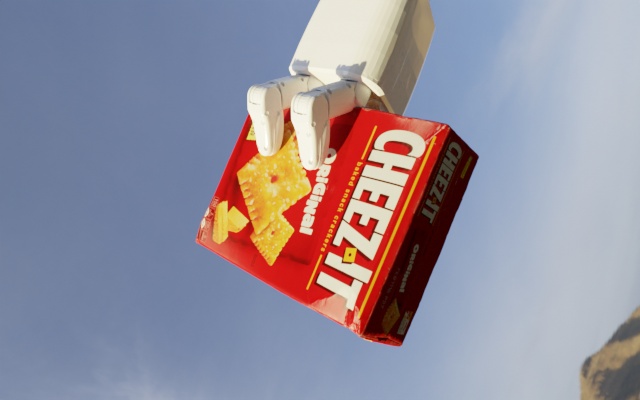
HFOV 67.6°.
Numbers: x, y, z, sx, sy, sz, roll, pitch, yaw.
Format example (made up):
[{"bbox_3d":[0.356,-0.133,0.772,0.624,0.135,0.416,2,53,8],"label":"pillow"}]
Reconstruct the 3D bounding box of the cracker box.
[{"bbox_3d":[0.000,0.001,0.416,0.213,0.164,0.072,20,-5,41],"label":"cracker box"}]
